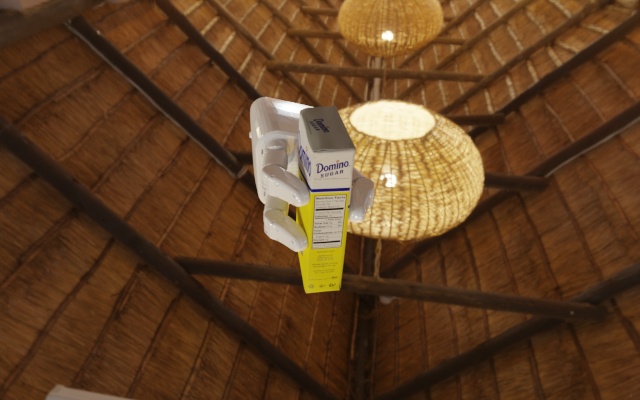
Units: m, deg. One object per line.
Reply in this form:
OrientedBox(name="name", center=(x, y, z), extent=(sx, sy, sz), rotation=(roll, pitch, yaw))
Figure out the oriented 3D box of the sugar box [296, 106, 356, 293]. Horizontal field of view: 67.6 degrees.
OrientedBox(name="sugar box", center=(0.000, 0.002, 0.497), extent=(0.048, 0.176, 0.093), rotation=(-5, 36, -8))
